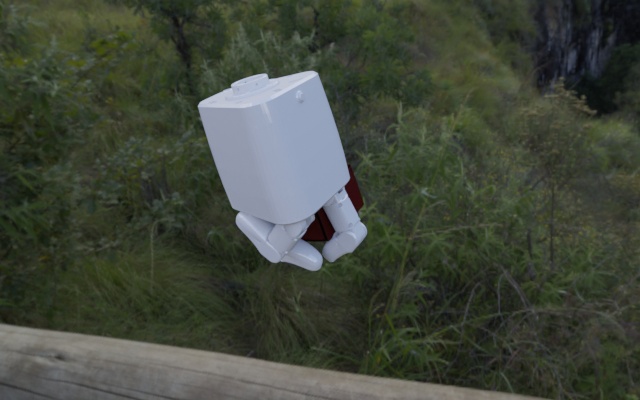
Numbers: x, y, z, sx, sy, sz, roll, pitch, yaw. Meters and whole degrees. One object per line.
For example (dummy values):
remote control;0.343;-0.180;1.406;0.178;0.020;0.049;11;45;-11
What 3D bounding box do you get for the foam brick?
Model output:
foam brick;0.000;0.002;0.499;0.053;0.051;0.078;-4;26;38
